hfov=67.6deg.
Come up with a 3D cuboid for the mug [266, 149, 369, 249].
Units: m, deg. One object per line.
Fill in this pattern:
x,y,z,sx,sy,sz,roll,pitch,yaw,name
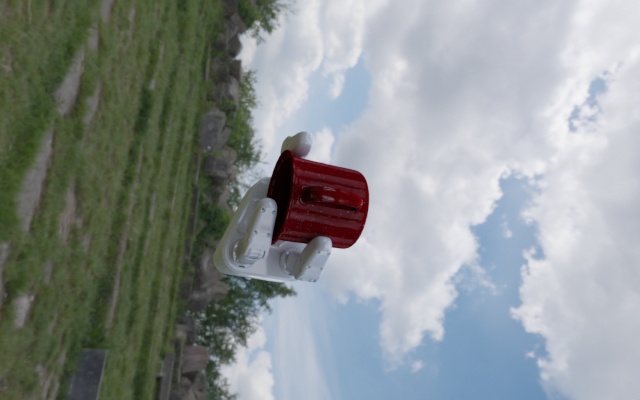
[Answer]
0.001,0.001,0.461,0.081,0.093,0.117,10,-11,-19,mug
